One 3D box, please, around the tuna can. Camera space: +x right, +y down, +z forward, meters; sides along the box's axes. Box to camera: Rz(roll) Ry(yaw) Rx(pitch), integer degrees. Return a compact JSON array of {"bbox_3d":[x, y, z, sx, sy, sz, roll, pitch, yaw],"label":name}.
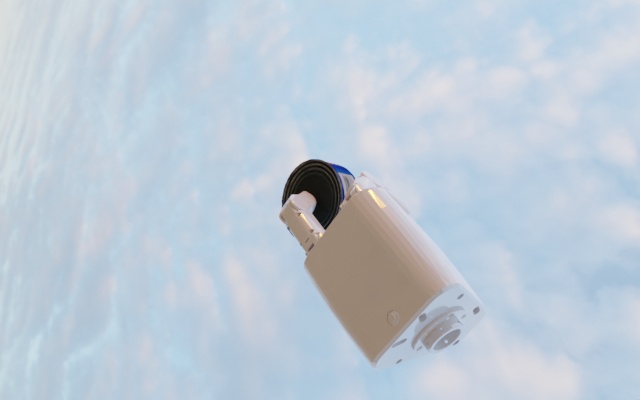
[{"bbox_3d":[0.000,0.002,0.497,0.086,0.086,0.034,0,-6,44],"label":"tuna can"}]
